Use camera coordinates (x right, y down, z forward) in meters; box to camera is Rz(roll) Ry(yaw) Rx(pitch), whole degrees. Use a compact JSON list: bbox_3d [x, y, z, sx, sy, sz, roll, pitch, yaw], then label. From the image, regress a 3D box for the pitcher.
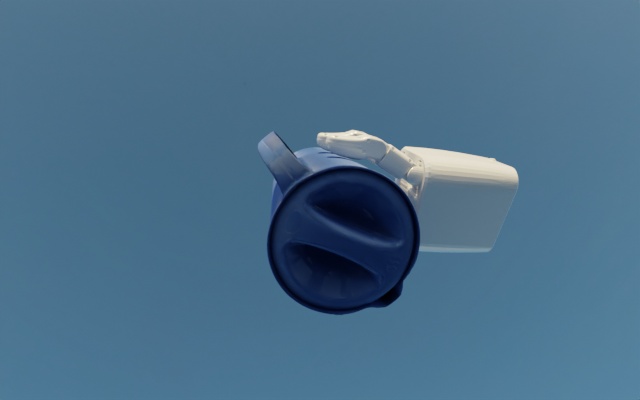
[{"bbox_3d":[0.000,0.002,0.513,0.145,0.149,0.242,4,13,-9],"label":"pitcher"}]
